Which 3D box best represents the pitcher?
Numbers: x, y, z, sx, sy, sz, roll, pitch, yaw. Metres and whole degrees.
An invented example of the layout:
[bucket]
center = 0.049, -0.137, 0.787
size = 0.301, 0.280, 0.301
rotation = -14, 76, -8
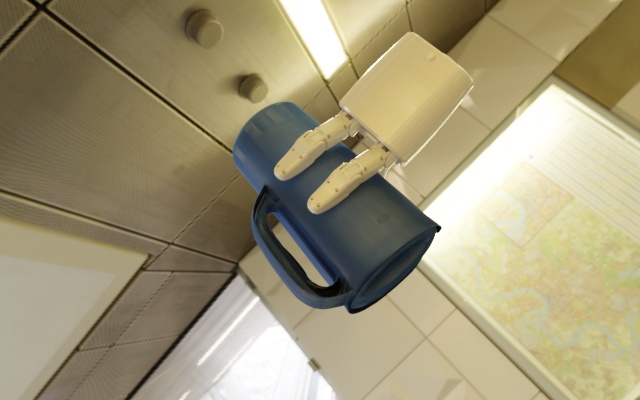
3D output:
[pitcher]
center = 0.000, 0.002, 0.538
size = 0.242, 0.145, 0.149
rotation = 46, 9, 23
